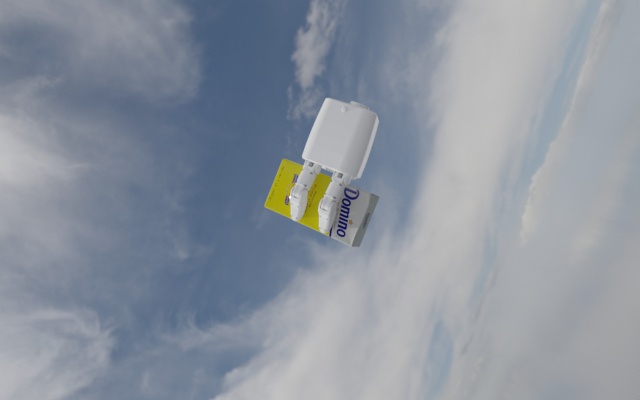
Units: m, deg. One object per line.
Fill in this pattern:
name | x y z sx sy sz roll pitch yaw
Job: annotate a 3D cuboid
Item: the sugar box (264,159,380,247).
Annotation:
sugar box | 0.000 0.002 0.802 0.176 0.093 0.048 22 3 26
